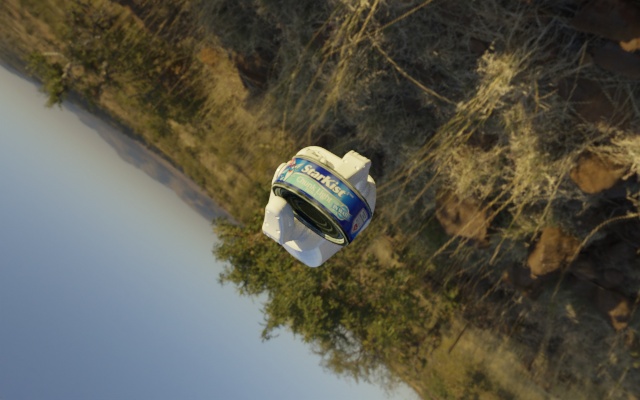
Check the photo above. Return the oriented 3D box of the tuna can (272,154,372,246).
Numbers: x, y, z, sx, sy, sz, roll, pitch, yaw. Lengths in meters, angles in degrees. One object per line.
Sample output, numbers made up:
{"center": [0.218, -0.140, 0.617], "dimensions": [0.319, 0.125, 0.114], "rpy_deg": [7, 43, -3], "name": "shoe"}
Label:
{"center": [0.000, 0.002, 0.412], "dimensions": [0.086, 0.033, 0.086], "rpy_deg": [35, -16, 11], "name": "tuna can"}
